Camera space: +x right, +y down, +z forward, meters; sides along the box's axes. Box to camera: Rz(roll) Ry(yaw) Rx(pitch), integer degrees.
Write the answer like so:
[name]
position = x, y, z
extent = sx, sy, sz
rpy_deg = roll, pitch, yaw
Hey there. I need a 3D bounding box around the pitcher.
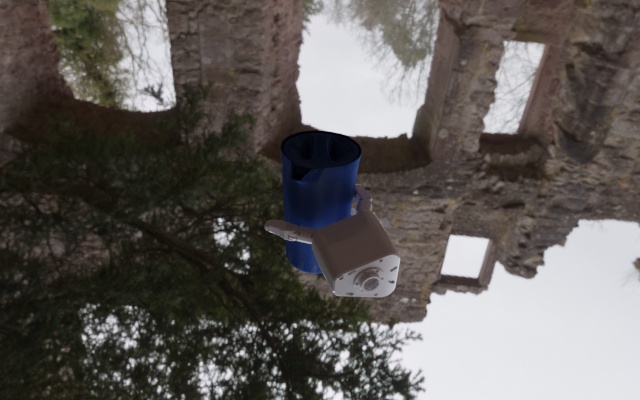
[pitcher]
position = 0.000, 0.003, 0.854
extent = 0.149, 0.243, 0.145
rpy_deg = -8, 36, -17
